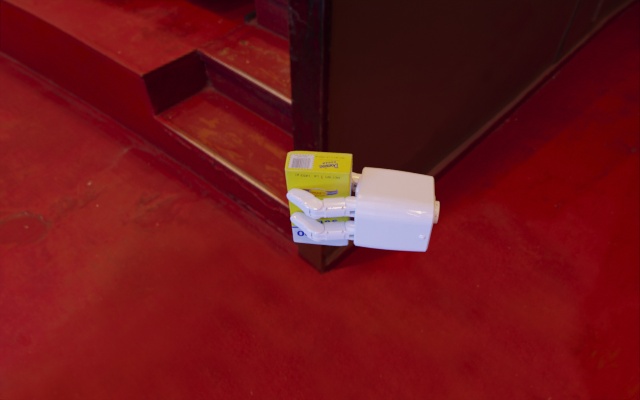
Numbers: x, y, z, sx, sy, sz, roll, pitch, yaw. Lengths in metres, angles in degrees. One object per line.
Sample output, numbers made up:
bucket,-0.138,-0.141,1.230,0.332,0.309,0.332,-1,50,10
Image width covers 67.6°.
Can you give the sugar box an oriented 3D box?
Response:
sugar box,0.000,0.003,0.727,0.093,0.048,0.176,4,-42,6
